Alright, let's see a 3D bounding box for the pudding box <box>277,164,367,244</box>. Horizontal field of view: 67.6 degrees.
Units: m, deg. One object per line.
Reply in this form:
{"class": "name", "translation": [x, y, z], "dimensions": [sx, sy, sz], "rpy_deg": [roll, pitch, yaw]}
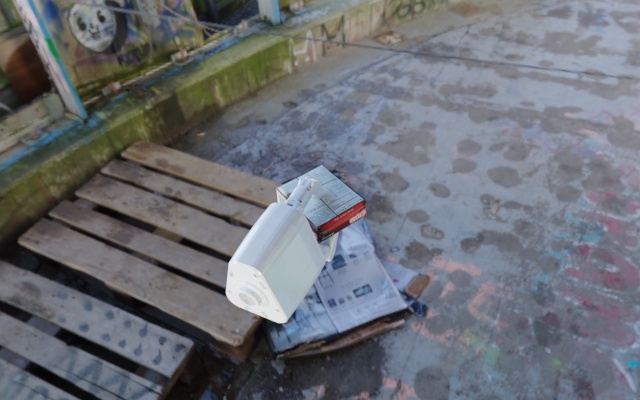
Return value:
{"class": "pudding box", "translation": [0.000, 0.002, 0.711], "dimensions": [0.090, 0.039, 0.113], "rpy_deg": [-28, 49, -23]}
